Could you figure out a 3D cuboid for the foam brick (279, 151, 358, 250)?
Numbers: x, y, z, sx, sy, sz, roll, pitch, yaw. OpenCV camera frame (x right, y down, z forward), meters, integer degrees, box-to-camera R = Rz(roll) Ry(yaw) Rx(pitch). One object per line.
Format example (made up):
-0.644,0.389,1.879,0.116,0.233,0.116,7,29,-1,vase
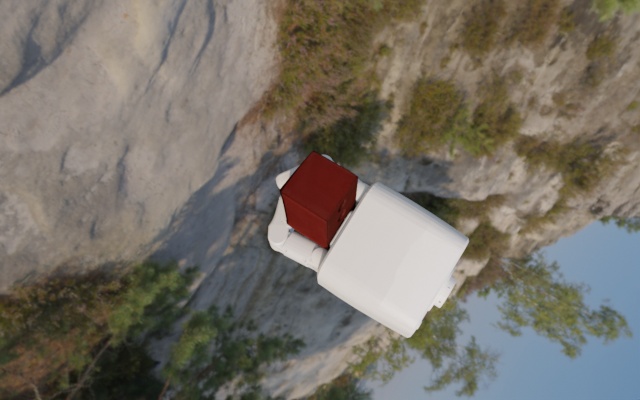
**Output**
0.000,0.001,0.450,0.051,0.053,0.078,32,-20,15,foam brick
